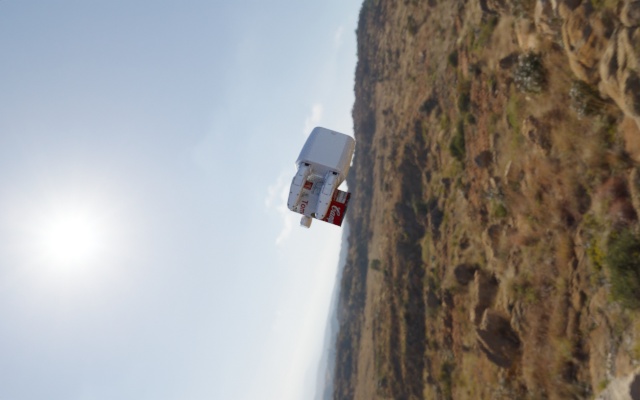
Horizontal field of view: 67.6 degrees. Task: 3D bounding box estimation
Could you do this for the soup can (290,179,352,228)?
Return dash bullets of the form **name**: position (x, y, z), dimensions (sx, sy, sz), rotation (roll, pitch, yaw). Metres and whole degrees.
- **soup can**: position (0.000, 0.003, 0.893), dimensions (0.102, 0.068, 0.068), rotation (18, 1, 4)
